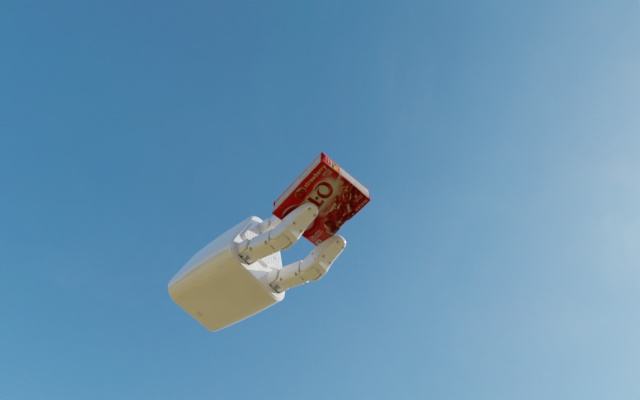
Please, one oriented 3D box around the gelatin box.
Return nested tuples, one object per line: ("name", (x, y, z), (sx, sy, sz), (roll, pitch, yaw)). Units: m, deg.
("gelatin box", (0.000, 0.001, 0.542), (0.073, 0.089, 0.030), (38, 21, -18))
